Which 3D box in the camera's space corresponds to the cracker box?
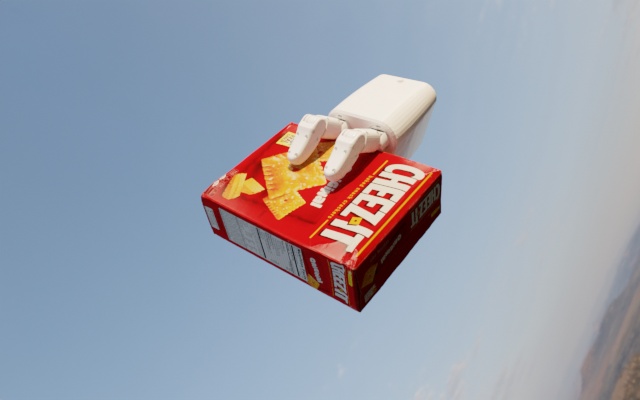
[{"bbox_3d":[0.000,0.002,0.529,0.213,0.072,0.164,22,51,33],"label":"cracker box"}]
